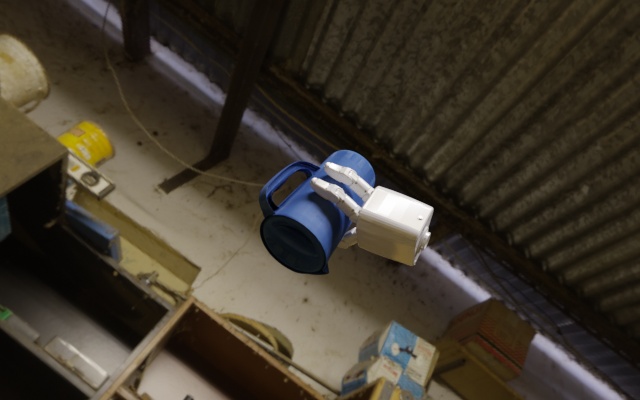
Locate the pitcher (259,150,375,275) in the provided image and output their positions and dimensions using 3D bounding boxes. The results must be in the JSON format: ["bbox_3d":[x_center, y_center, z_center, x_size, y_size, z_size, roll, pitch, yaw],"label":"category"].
[{"bbox_3d":[0.000,0.003,0.881,0.145,0.149,0.242,20,46,21],"label":"pitcher"}]
